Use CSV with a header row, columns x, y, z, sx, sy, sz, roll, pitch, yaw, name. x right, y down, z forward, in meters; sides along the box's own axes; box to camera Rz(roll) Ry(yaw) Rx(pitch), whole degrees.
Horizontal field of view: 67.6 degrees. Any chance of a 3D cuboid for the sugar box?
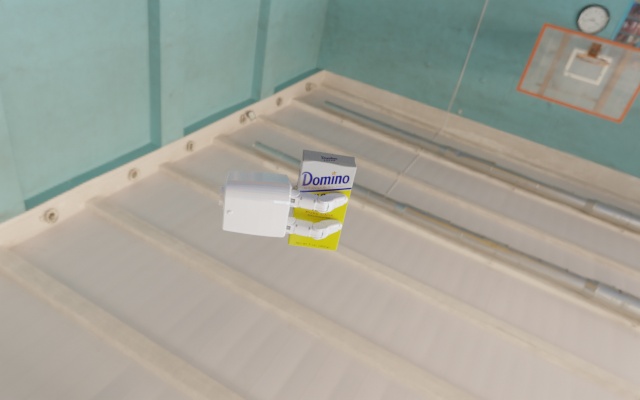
x,y,z,sx,sy,sz,roll,pitch,yaw,name
0.000,0.003,0.841,0.093,0.176,0.048,7,33,-6,sugar box
